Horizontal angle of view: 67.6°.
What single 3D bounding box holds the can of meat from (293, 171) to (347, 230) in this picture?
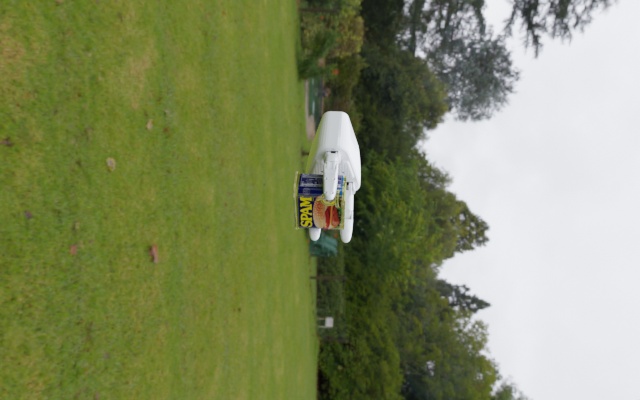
[{"bbox_3d":[0.000,0.003,0.799,0.084,0.102,0.057,2,43,3],"label":"can of meat"}]
